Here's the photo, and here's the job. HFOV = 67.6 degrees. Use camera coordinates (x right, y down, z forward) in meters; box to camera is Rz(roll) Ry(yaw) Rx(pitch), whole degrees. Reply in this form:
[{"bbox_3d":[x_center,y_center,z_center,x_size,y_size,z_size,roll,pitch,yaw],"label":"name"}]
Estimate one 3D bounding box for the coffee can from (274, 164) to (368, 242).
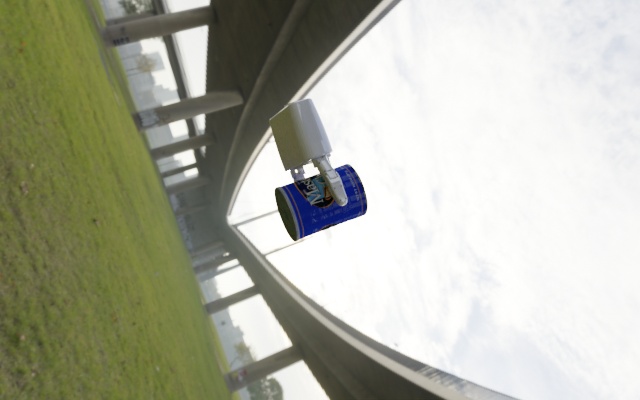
[{"bbox_3d":[0.000,0.003,0.864,0.140,0.103,0.103,-20,6,-16],"label":"coffee can"}]
